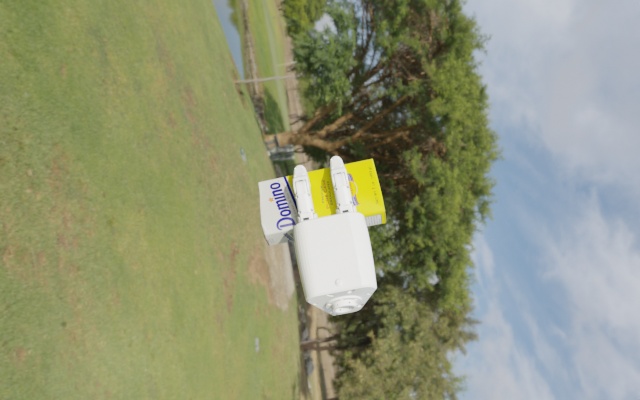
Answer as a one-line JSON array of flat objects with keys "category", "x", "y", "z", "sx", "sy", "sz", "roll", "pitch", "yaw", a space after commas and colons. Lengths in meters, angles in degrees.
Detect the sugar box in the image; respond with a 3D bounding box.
[{"category": "sugar box", "x": 0.000, "y": 0.002, "z": 0.701, "sx": 0.176, "sy": 0.093, "sz": 0.048, "roll": -11, "pitch": -30, "yaw": 2}]
